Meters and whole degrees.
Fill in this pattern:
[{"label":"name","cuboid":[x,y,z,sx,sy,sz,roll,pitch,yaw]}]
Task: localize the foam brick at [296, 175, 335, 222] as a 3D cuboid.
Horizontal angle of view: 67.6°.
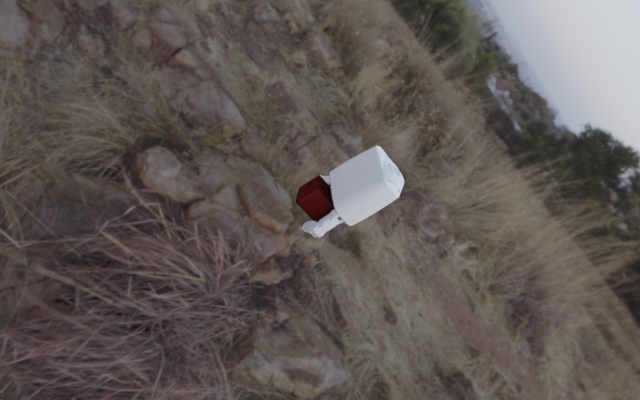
[{"label":"foam brick","cuboid":[0.000,0.003,0.883,0.051,0.078,0.053,-32,26,23]}]
